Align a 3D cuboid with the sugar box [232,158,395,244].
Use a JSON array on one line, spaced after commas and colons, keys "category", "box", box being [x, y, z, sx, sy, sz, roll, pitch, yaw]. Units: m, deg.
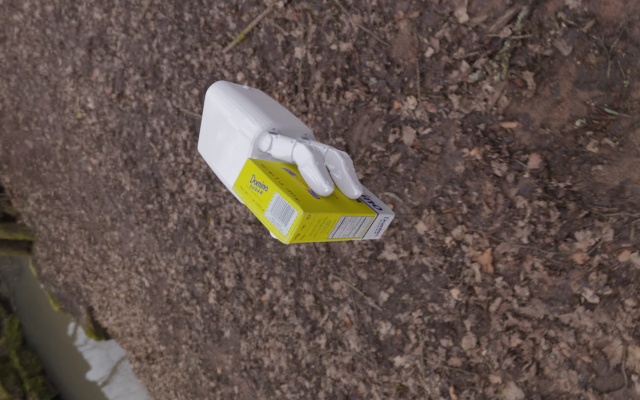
[{"category": "sugar box", "box": [0.000, 0.001, 0.523, 0.093, 0.048, 0.176, 43, 25, 29]}]
